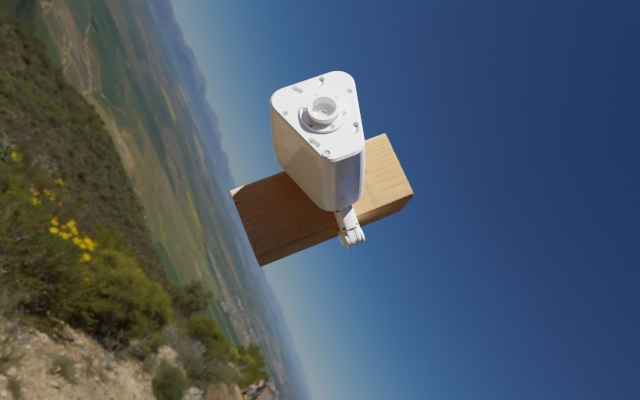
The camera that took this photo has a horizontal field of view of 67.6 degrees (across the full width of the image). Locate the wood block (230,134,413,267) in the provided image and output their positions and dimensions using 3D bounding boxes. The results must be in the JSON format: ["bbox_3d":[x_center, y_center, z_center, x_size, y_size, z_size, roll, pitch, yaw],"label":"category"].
[{"bbox_3d":[0.000,0.002,0.616,0.206,0.091,0.090,-21,-13,-9],"label":"wood block"}]
